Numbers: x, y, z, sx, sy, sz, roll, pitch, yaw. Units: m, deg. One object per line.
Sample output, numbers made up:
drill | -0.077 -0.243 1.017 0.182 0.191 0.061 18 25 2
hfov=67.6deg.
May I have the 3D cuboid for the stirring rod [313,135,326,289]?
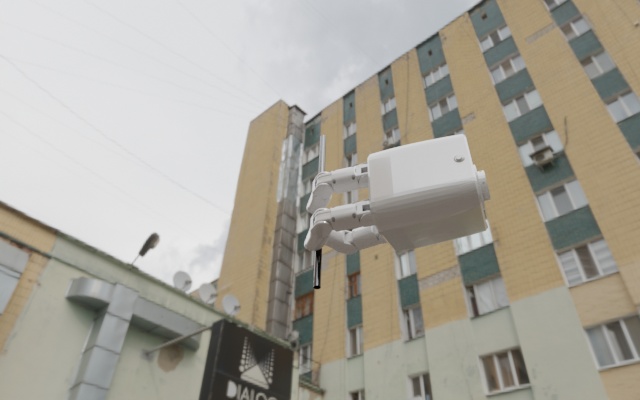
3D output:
stirring rod | 0.000 0.002 0.586 0.011 0.239 0.011 1 -41 1
